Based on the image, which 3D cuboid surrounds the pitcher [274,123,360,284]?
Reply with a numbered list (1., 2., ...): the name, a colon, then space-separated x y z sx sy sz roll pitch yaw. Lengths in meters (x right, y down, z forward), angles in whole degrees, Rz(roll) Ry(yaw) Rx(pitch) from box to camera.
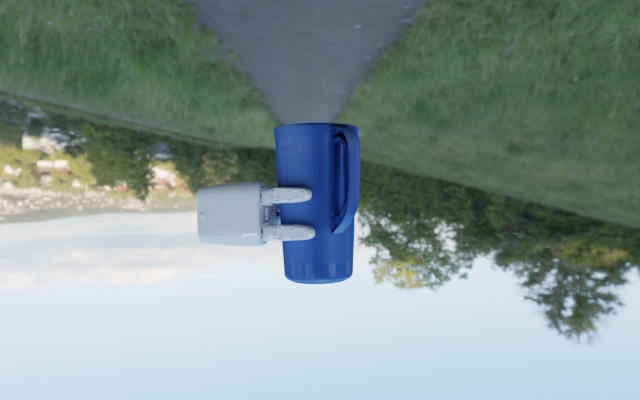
1. pitcher: 0.000 0.002 0.737 0.145 0.243 0.149 -1 0 13
